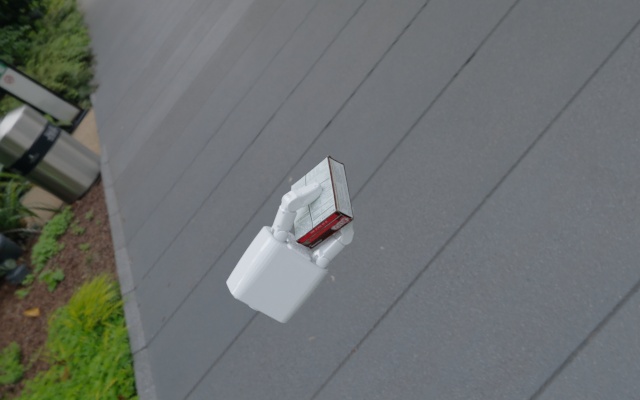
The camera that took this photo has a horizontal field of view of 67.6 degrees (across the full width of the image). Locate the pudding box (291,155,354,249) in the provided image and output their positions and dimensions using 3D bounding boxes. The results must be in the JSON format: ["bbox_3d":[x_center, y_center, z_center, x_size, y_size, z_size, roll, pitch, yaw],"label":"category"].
[{"bbox_3d":[0.000,0.002,0.709,0.039,0.113,0.090,27,-50,-36],"label":"pudding box"}]
